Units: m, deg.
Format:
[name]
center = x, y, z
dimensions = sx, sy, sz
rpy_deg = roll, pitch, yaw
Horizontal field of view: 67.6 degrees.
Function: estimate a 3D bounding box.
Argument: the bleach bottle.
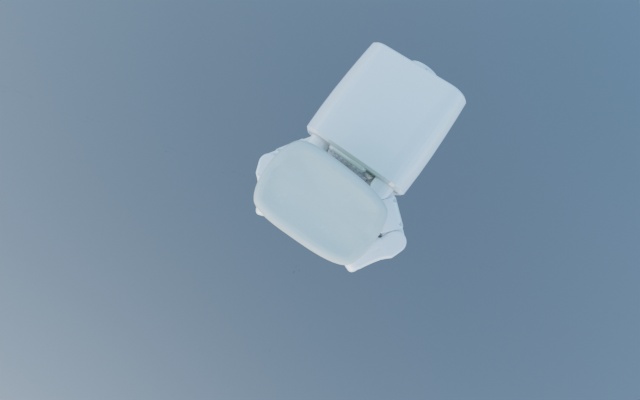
[bleach bottle]
center = 0.000, 0.002, 0.476
dimensions = 0.102, 0.068, 0.251
rpy_deg = 37, 0, -1
